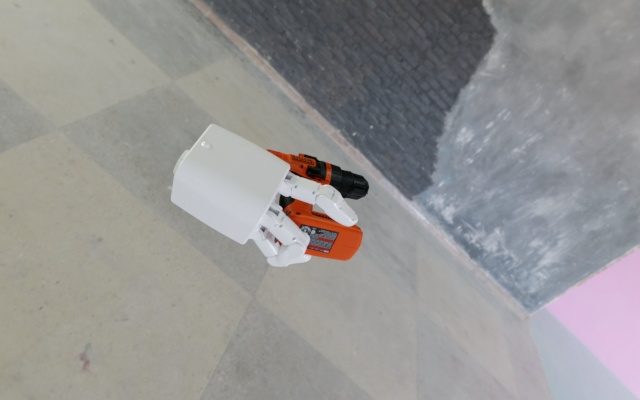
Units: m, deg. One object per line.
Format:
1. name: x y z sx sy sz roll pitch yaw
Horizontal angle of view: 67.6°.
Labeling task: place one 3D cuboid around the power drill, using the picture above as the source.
1. power drill: 0.000 0.002 0.664 0.184 0.057 0.187 11 29 -18
